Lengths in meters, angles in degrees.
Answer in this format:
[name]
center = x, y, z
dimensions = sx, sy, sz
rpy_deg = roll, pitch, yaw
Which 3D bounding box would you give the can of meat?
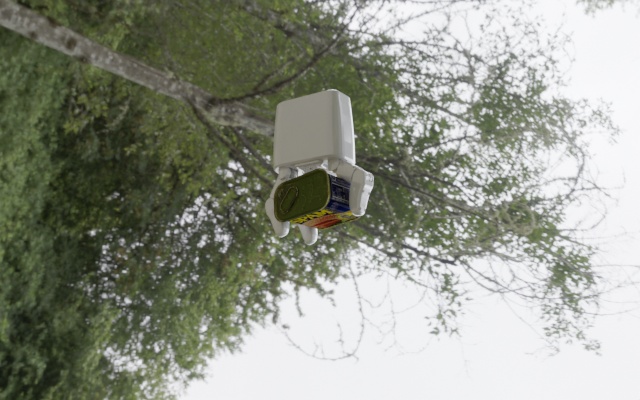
[can of meat]
center = 0.000, 0.002, 0.660
dimensions = 0.102, 0.057, 0.084
rpy_deg = -19, -25, 39
